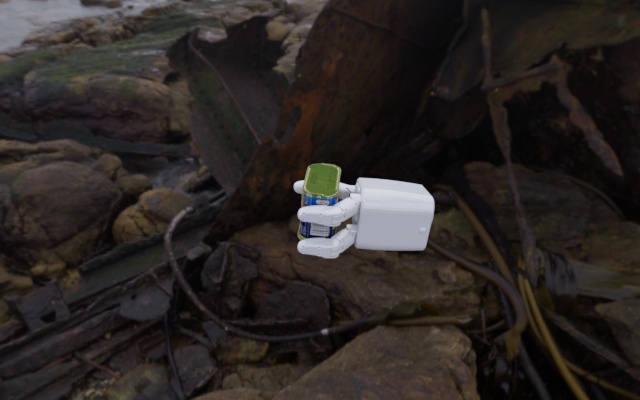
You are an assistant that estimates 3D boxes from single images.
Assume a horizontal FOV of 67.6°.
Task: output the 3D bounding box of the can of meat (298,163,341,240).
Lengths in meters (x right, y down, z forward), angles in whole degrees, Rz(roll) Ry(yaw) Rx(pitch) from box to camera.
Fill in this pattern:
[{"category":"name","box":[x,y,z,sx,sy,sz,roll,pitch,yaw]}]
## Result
[{"category":"can of meat","box":[0.000,0.002,0.718,0.057,0.084,0.102,7,32,2]}]
